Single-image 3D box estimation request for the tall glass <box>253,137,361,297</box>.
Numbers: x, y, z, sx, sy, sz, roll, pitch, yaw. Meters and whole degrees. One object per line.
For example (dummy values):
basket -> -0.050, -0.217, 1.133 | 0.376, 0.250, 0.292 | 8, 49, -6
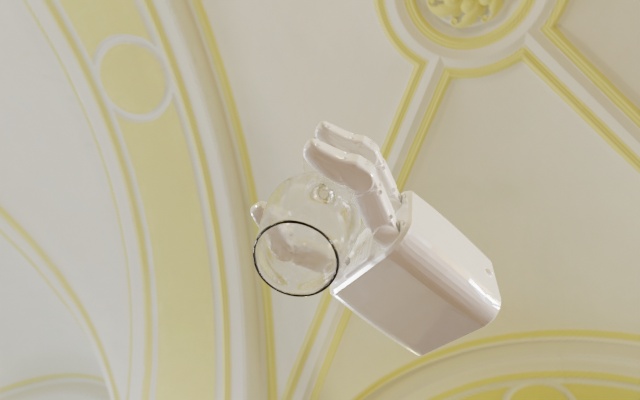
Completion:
tall glass -> 0.000, 0.001, 0.420 | 0.079, 0.079, 0.201 | 0, 24, 12
